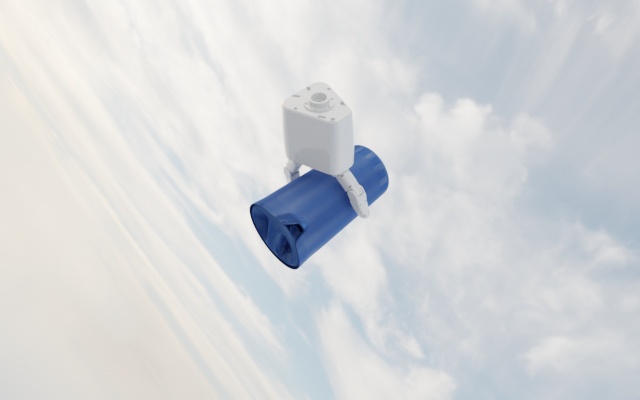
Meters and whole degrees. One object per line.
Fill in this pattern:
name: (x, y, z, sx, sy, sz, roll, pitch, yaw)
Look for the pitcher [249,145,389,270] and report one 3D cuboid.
pitcher: (0.000, 0.003, 0.858, 0.242, 0.145, 0.149, -35, 52, -26)
